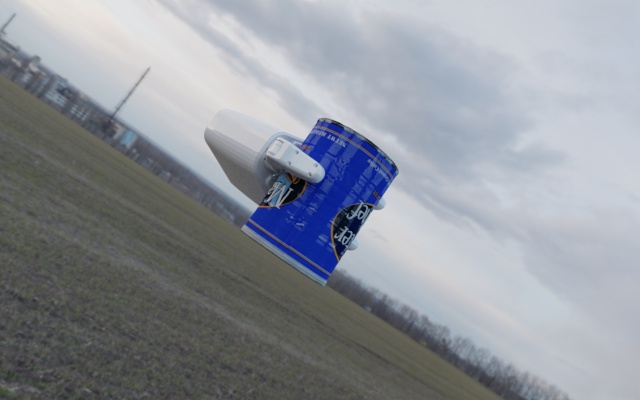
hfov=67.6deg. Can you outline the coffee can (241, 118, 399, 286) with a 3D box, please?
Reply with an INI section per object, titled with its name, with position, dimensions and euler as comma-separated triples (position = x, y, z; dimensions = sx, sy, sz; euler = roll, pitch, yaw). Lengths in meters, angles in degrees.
[coffee can]
position = 0.000, 0.002, 0.494
dimensions = 0.103, 0.140, 0.103
euler = 34, -6, 4
